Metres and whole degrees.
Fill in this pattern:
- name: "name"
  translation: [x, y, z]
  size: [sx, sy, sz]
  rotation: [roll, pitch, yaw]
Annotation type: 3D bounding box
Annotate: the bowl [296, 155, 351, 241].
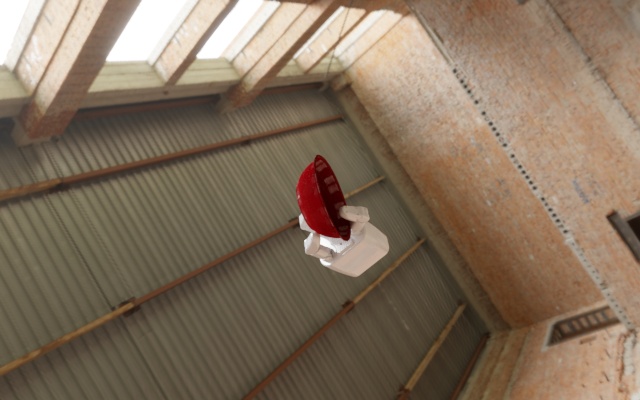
- name: "bowl"
  translation: [-0.001, 0.002, 0.852]
  size: [0.055, 0.162, 0.162]
  rotation: [-19, -5, 15]
